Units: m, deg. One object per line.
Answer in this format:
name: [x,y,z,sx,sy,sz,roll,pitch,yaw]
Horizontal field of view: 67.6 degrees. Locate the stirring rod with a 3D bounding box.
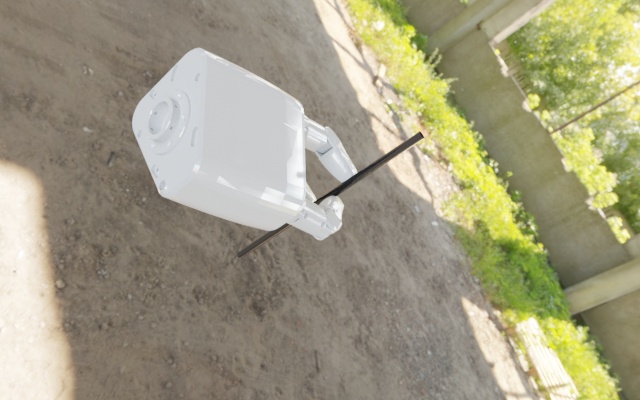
stirring rod: [0.000,0.002,0.475,0.239,0.011,0.011,-34,-17,27]
